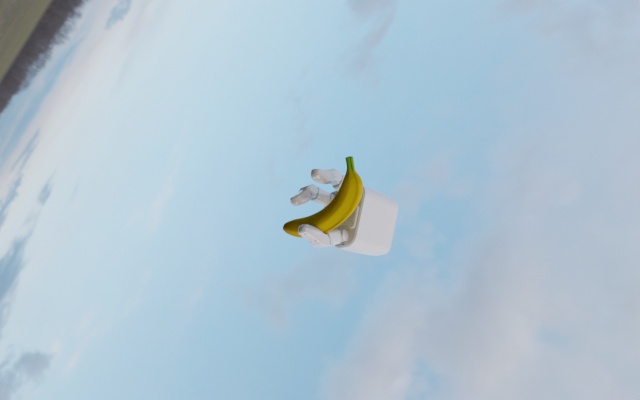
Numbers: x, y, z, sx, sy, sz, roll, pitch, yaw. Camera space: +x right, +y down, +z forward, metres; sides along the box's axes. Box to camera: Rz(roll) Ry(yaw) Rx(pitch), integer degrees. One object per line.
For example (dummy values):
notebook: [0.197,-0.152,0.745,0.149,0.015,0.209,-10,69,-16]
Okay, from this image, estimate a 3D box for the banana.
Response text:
banana: [0.010,0.016,0.782,0.037,0.069,0.198,2,-38,-46]
